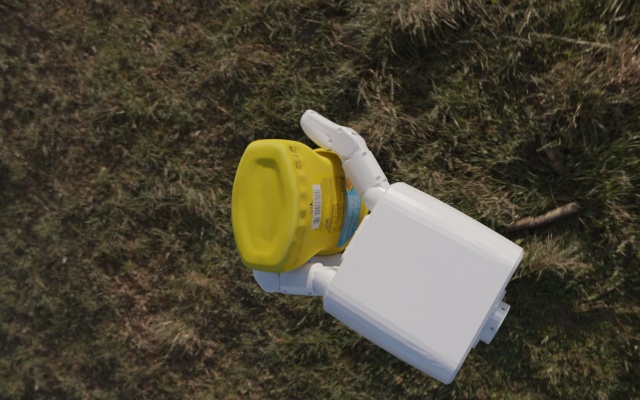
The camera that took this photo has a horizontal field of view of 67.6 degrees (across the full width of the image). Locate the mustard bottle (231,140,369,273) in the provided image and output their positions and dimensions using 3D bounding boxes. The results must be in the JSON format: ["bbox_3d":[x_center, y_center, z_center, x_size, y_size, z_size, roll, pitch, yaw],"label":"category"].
[{"bbox_3d":[0.000,0.001,0.420,0.058,0.096,0.191,2,3,26],"label":"mustard bottle"}]
